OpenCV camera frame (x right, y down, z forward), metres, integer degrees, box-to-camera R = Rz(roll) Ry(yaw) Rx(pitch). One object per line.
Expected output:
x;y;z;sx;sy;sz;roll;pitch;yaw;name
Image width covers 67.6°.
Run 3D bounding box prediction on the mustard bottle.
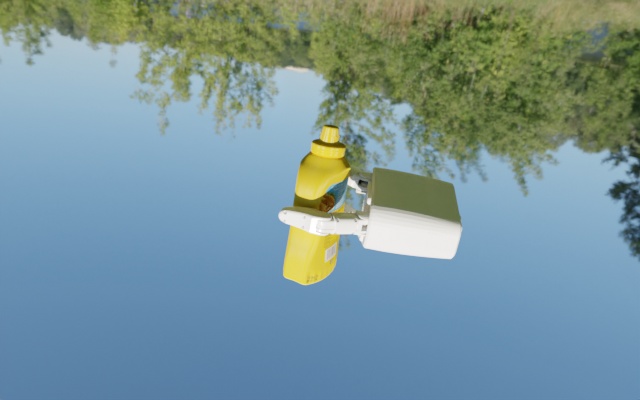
0.000;0.002;0.592;0.058;0.192;0.096;18;22;23;mustard bottle
